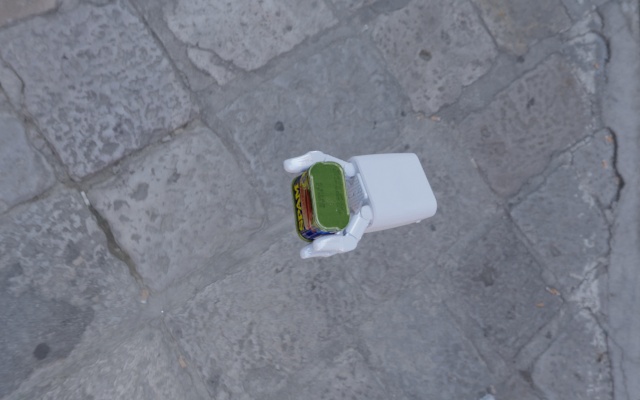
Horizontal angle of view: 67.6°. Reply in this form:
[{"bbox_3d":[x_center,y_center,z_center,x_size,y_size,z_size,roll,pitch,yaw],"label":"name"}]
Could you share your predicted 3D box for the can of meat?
[{"bbox_3d":[0.000,0.002,0.671,0.057,0.102,0.084,-4,-11,-20],"label":"can of meat"}]
